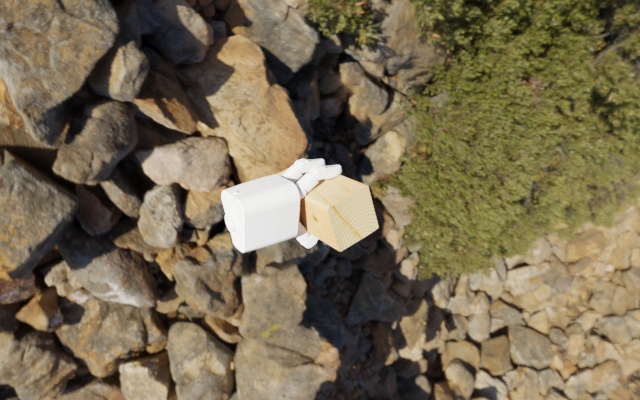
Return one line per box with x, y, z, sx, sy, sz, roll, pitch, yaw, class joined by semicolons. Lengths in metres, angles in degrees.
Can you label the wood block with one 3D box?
0.000;0.003;0.878;0.090;0.091;0.206;-30;31;-23;wood block
